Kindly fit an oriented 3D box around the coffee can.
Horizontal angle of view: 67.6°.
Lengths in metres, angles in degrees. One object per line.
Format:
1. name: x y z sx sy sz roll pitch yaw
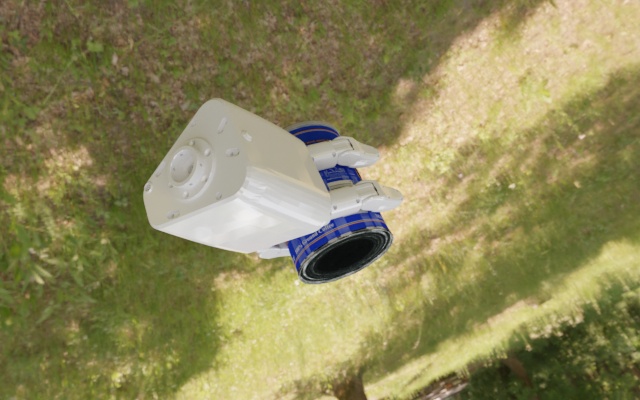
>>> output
1. coffee can: 0.000 0.002 0.502 0.103 0.140 0.103 -19 -29 -11
